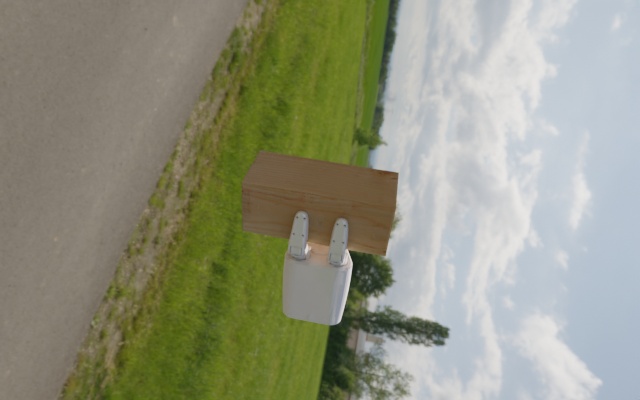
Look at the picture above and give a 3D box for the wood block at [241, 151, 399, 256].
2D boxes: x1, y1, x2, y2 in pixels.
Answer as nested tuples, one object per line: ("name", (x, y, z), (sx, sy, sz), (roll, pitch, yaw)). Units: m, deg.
("wood block", (0.000, 0.002, 0.682), (0.206, 0.090, 0.090), (10, 36, 5))
